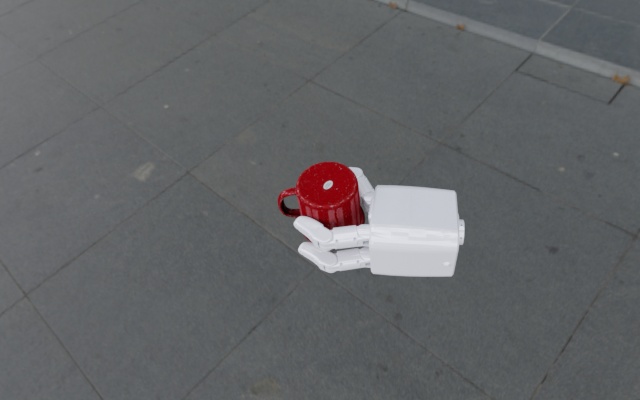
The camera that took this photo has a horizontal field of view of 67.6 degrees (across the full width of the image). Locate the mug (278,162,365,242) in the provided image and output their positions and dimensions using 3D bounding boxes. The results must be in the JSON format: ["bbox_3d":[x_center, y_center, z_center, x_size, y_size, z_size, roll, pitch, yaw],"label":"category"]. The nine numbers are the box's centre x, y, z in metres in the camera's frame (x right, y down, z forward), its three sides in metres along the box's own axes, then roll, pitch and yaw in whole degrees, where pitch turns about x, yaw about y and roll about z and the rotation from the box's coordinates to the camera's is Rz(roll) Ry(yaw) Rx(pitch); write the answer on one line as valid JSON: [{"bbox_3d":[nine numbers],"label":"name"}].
[{"bbox_3d":[-0.001,0.002,0.643,0.117,0.093,0.082,2,-38,9],"label":"mug"}]
